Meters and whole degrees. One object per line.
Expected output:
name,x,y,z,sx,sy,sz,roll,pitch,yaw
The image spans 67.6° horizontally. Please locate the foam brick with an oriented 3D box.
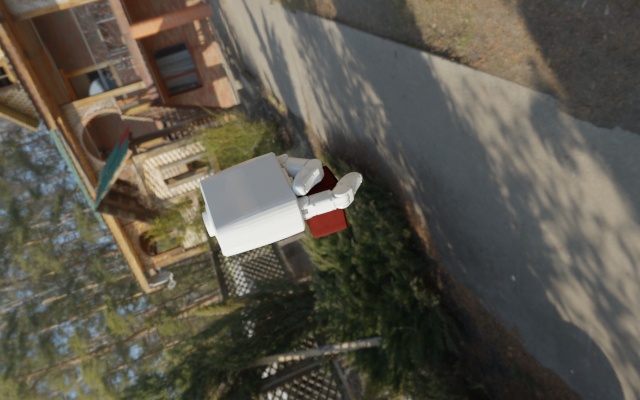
foam brick,0.000,0.002,0.651,0.051,0.078,0.053,-21,35,-9
